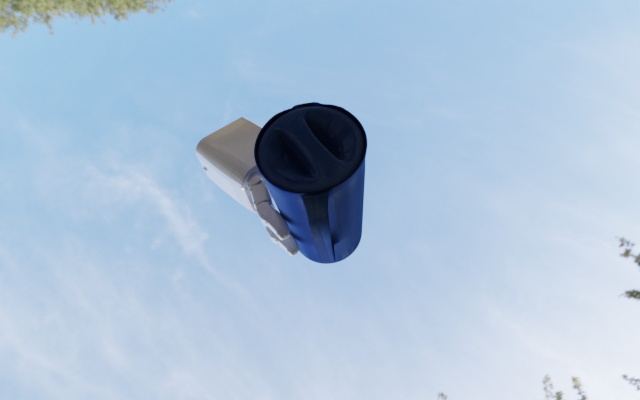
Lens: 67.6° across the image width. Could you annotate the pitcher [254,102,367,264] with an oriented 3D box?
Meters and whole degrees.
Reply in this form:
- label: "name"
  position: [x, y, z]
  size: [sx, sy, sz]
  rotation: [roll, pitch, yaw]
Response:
- label: "pitcher"
  position: [0.000, 0.002, 0.649]
  size: [0.145, 0.149, 0.243]
  rotation: [32, -22, 23]
